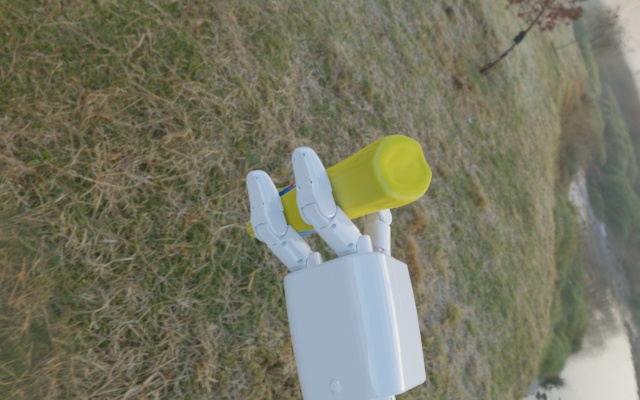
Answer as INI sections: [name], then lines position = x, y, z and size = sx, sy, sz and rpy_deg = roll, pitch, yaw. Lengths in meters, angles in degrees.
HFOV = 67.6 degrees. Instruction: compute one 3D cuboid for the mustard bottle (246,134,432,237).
[mustard bottle]
position = 0.000, 0.001, 0.443
size = 0.192, 0.058, 0.096
rpy_deg = -23, 1, 36
